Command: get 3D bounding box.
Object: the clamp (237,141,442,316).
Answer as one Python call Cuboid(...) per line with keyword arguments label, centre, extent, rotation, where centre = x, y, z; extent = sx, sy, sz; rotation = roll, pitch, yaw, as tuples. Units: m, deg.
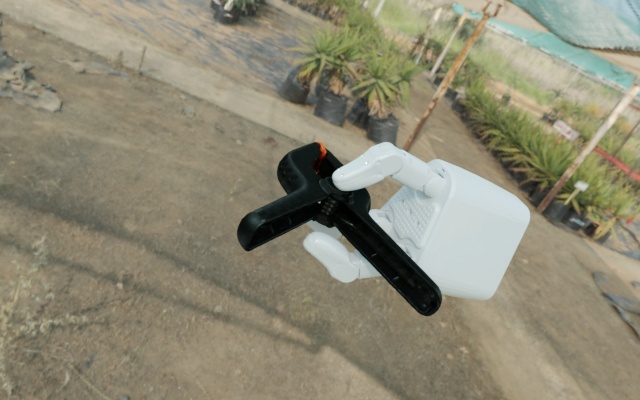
Cuboid(label="clamp", centre=(0.001, 0.000, 0.405), extent=(0.164, 0.036, 0.209), rotation=(21, 26, -27))
